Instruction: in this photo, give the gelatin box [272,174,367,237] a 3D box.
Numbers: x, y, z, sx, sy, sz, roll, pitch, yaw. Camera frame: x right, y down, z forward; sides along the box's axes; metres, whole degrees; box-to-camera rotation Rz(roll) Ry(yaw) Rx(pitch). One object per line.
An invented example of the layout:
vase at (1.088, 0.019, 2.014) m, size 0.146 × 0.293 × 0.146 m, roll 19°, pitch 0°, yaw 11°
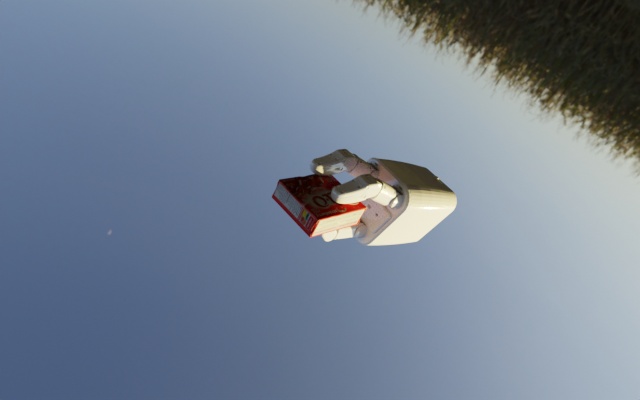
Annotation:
gelatin box at (0.000, 0.002, 0.559) m, size 0.089 × 0.030 × 0.073 m, roll -12°, pitch 48°, yaw -46°
